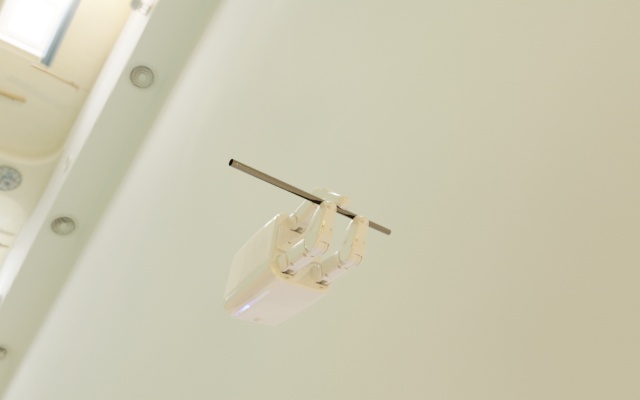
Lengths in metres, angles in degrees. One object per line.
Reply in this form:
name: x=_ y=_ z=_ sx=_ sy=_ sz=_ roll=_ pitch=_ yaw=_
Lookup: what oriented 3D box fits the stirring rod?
stirring rod: x=0.000 y=0.002 z=0.538 sx=0.239 sy=0.011 sz=0.011 roll=24 pitch=-15 yaw=-37
